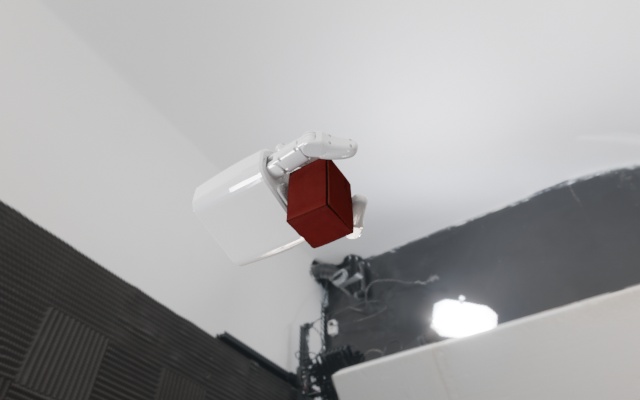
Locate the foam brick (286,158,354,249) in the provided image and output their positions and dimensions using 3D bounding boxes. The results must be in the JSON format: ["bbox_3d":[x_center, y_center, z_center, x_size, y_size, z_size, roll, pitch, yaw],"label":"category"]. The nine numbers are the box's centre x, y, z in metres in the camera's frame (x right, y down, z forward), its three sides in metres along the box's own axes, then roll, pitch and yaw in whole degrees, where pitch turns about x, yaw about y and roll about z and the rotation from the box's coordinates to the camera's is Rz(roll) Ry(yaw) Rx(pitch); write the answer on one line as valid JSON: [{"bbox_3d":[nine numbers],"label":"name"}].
[{"bbox_3d":[0.000,0.002,0.511,0.051,0.078,0.053,-24,-51,22],"label":"foam brick"}]
